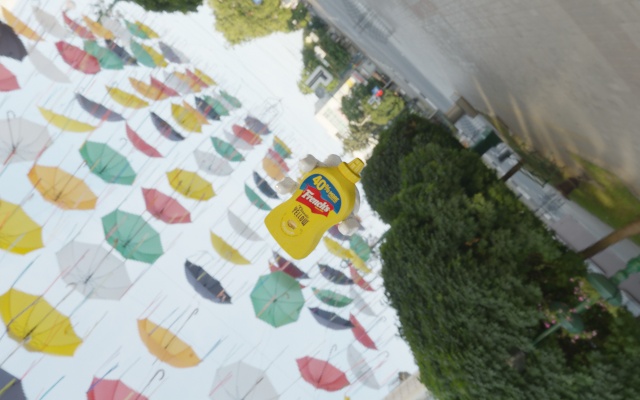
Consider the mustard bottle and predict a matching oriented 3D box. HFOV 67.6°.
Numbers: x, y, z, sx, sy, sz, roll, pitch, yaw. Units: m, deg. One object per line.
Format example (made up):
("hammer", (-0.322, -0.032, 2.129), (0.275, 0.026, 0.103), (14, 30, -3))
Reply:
("mustard bottle", (0.000, 0.003, 0.781), (0.192, 0.096, 0.058), (-45, -18, 15))
